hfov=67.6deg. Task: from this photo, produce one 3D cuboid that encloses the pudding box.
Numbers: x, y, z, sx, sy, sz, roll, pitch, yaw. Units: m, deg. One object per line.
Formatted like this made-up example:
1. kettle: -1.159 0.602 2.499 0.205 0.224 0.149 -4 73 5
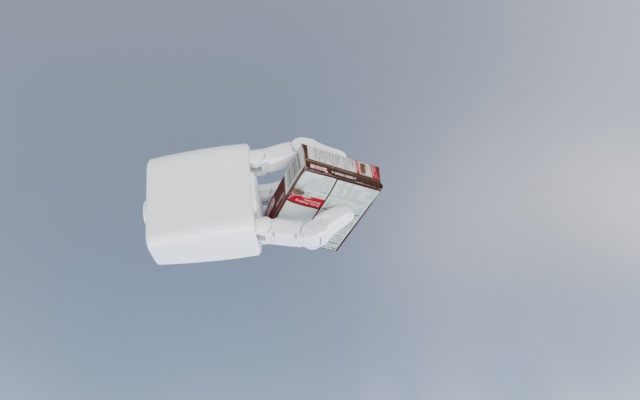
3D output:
1. pudding box: 0.000 0.002 0.509 0.090 0.039 0.113 14 -45 -21
